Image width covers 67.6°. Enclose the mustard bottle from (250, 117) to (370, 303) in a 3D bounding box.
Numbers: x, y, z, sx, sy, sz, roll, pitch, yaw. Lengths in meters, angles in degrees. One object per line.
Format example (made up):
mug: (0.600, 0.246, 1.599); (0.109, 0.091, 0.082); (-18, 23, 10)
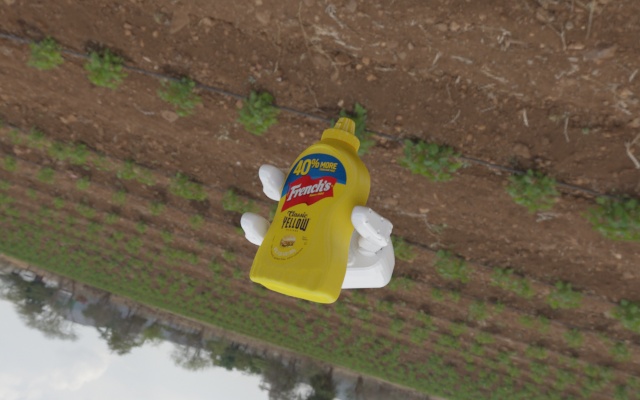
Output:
mustard bottle: (0.000, 0.002, 0.485); (0.096, 0.191, 0.058); (3, -24, 41)
